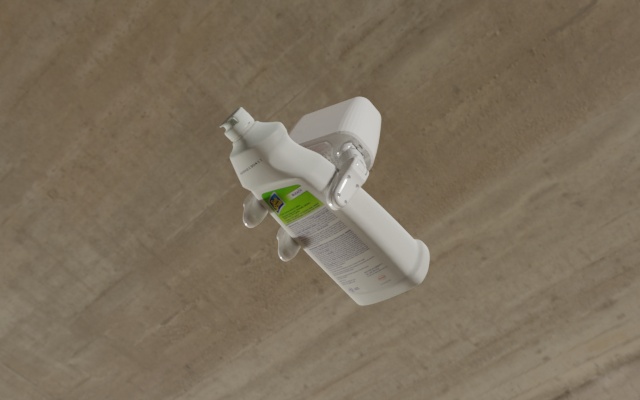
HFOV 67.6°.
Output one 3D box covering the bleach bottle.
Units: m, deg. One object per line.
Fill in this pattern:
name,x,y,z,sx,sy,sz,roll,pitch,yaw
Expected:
bleach bottle,0.000,0.002,0.498,0.102,0.251,0.068,-31,22,33
